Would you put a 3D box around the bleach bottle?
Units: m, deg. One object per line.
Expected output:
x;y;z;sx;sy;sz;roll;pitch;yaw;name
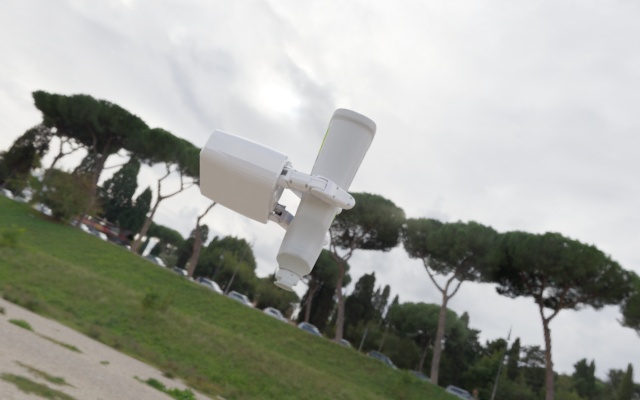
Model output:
0.000;0.002;0.656;0.068;0.250;0.103;23;-21;2;bleach bottle
